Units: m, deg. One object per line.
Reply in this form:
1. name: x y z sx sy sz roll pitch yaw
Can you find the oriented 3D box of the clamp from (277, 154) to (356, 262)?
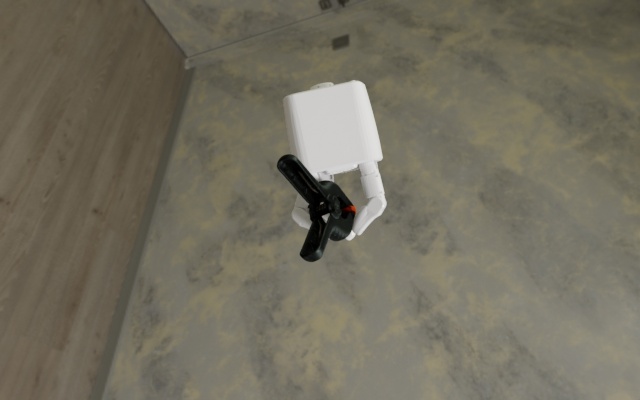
1. clamp: 0.001 0.002 0.580 0.039 0.120 0.171 -13 0 19
